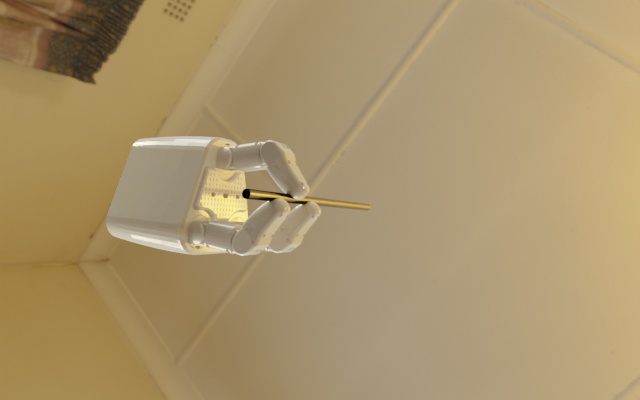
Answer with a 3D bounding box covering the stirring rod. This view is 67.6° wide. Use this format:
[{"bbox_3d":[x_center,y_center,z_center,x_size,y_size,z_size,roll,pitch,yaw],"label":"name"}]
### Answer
[{"bbox_3d":[0.000,0.001,0.465,0.011,0.011,0.239,0,-3,28],"label":"stirring rod"}]
